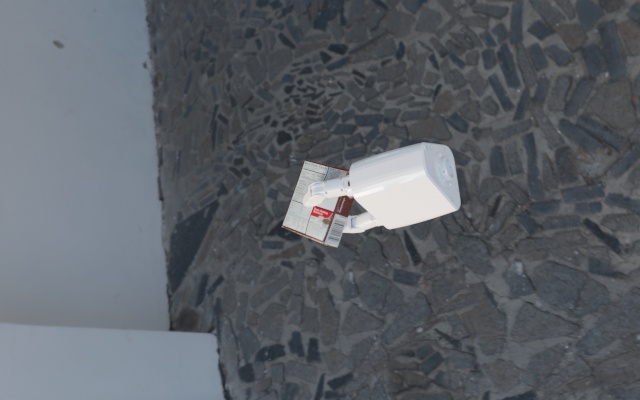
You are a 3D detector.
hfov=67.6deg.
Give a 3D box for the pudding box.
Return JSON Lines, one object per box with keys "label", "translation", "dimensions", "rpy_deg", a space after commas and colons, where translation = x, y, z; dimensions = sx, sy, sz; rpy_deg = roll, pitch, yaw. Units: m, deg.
{"label": "pudding box", "translation": [0.000, 0.002, 0.709], "dimensions": [0.090, 0.113, 0.039], "rpy_deg": [18, -3, 40]}
